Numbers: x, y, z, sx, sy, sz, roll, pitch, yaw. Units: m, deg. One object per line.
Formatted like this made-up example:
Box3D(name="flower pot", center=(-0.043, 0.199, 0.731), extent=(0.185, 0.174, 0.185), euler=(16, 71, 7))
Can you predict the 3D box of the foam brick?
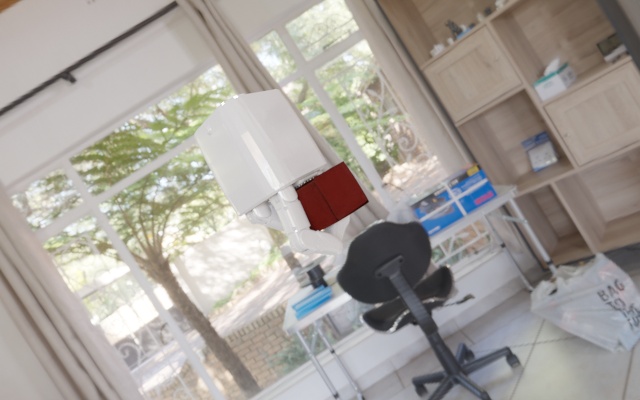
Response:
Box3D(name="foam brick", center=(0.000, 0.002, 0.509), extent=(0.053, 0.051, 0.078), euler=(-30, 1, -41))
